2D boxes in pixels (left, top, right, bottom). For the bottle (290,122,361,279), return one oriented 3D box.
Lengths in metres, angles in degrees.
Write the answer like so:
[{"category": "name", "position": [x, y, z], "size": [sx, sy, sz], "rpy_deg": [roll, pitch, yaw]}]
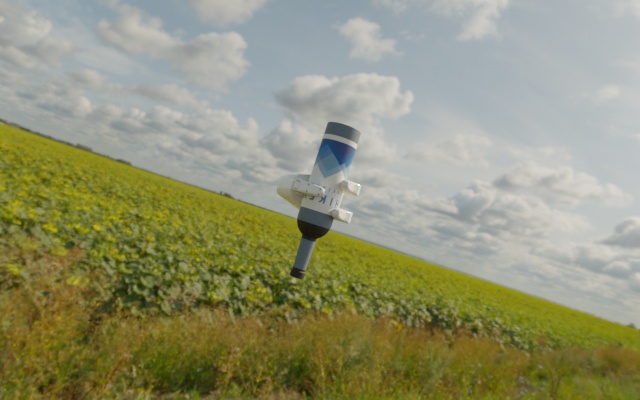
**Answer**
[{"category": "bottle", "position": [0.000, 0.003, 0.895], "size": [0.069, 0.295, 0.069], "rpy_deg": [18, -2, 1]}]
